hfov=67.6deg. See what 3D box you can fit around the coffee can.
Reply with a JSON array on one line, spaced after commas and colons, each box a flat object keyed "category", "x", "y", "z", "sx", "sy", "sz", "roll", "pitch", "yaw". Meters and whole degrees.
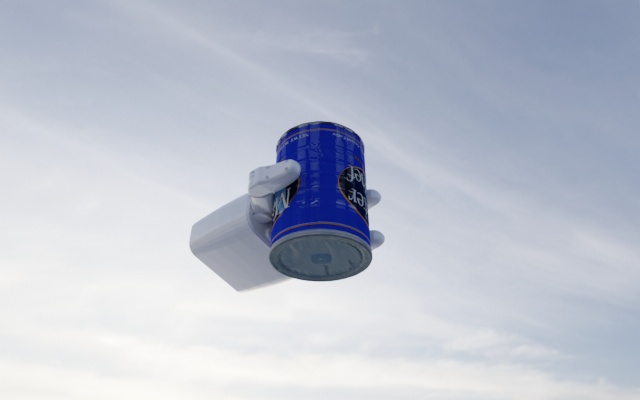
[{"category": "coffee can", "x": 0.000, "y": 0.002, "z": 0.510, "sx": 0.103, "sy": 0.140, "sz": 0.103, "roll": 0, "pitch": -34, "yaw": 0}]
